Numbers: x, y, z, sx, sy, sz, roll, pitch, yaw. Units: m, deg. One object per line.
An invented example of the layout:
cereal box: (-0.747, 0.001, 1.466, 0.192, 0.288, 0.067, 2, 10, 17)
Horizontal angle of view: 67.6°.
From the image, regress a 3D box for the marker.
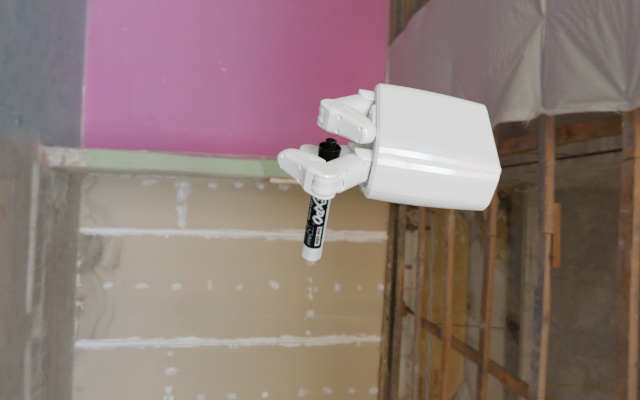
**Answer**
marker: (0.000, 0.001, 0.418, 0.020, 0.121, 0.020, 7, 32, -5)
